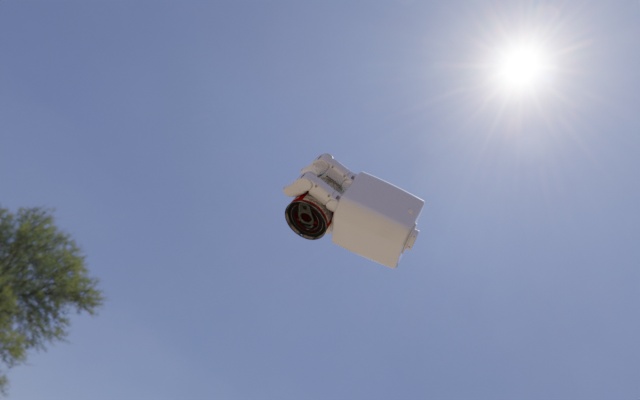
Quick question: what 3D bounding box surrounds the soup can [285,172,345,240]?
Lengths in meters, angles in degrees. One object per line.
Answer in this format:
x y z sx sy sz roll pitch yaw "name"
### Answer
0.000 0.002 0.723 0.068 0.068 0.102 0 33 32 "soup can"
